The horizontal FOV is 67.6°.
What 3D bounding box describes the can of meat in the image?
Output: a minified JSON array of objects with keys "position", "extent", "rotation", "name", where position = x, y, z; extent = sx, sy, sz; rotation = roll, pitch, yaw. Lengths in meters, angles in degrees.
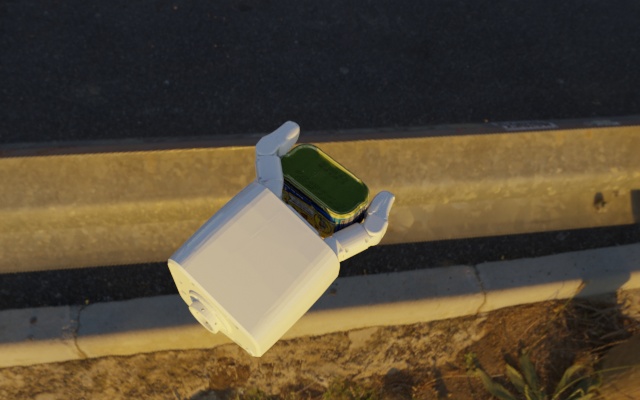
[{"position":[0.000,0.001,0.497],"extent":[0.102,0.057,0.084],"rotation":[38,-29,21],"name":"can of meat"}]
